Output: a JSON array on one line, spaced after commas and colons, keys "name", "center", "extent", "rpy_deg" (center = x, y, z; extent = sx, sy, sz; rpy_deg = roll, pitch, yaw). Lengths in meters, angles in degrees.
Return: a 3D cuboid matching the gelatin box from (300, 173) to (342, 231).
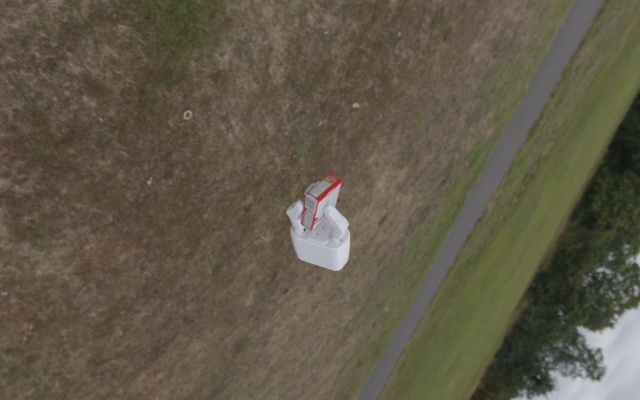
[{"name": "gelatin box", "center": [0.001, 0.003, 0.873], "extent": [0.030, 0.089, 0.073], "rpy_deg": [35, 51, 18]}]
